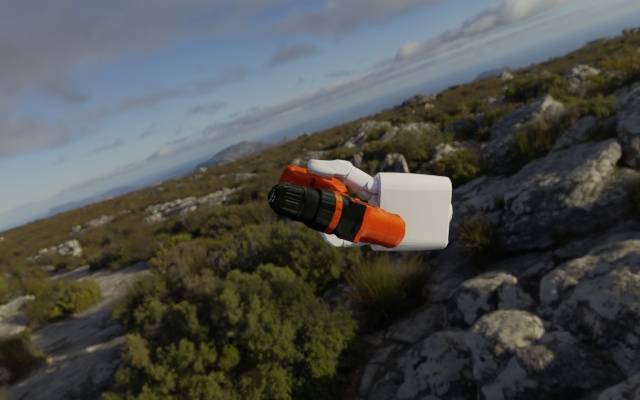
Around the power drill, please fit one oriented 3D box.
[{"bbox_3d":[0.000,0.002,0.644,0.184,0.057,0.187,19,9,-23],"label":"power drill"}]
